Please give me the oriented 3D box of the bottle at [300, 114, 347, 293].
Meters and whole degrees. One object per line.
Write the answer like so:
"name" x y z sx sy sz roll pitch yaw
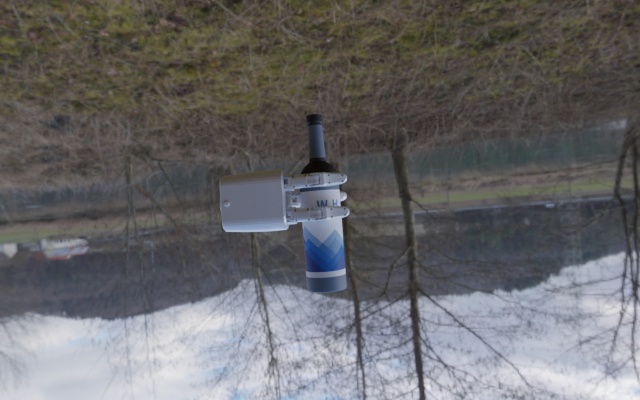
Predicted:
"bottle" 0.000 0.003 0.808 0.069 0.295 0.069 -4 -1 0
